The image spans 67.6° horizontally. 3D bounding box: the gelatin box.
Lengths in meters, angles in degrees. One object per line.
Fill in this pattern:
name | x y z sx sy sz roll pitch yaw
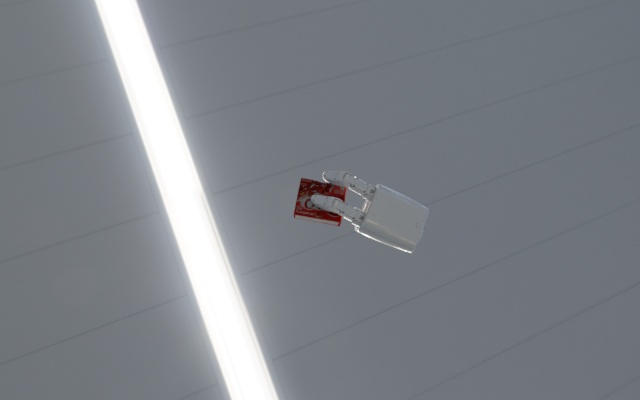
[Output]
gelatin box | 0.000 0.003 0.884 0.089 0.073 0.030 10 -18 1
